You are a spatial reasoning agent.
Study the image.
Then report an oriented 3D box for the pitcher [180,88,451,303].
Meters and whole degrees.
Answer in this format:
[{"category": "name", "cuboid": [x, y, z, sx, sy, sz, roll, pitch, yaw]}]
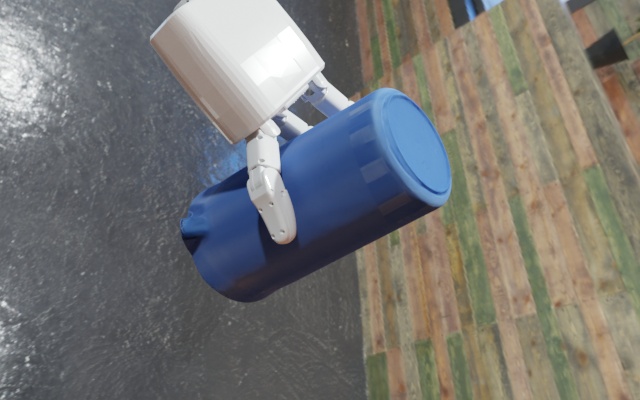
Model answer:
[{"category": "pitcher", "cuboid": [0.000, 0.001, 0.457, 0.243, 0.145, 0.149, -28, 18, 35]}]
